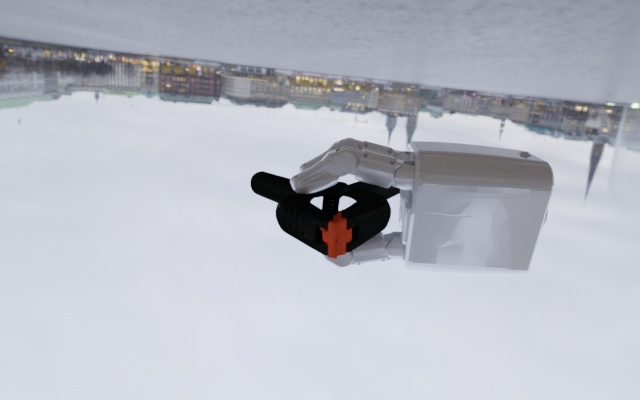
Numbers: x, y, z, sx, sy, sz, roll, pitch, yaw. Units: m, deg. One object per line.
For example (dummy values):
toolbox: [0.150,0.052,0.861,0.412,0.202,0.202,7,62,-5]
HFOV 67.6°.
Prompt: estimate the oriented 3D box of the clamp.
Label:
clamp: [0.000,0.002,0.429,0.164,0.036,0.210,0,14,6]
